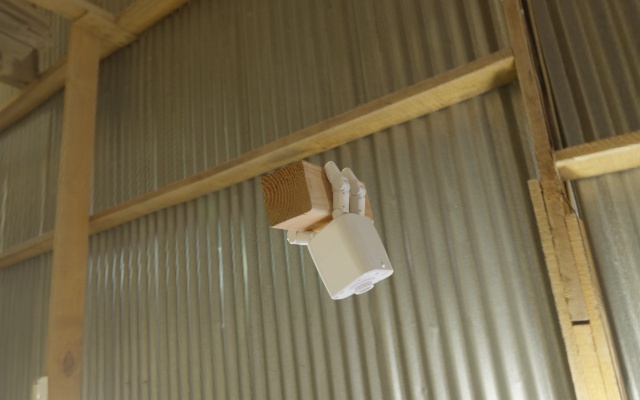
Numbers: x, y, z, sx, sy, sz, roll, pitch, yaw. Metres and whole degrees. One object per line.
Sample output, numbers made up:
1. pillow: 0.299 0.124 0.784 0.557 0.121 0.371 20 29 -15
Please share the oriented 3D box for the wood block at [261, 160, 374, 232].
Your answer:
1. wood block: 0.000 0.003 0.851 0.091 0.090 0.206 -22 -20 29
